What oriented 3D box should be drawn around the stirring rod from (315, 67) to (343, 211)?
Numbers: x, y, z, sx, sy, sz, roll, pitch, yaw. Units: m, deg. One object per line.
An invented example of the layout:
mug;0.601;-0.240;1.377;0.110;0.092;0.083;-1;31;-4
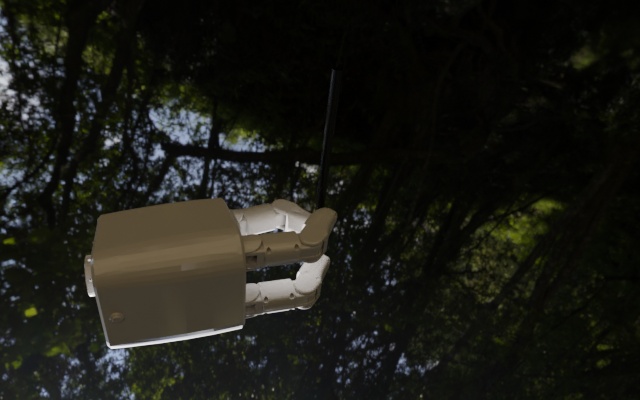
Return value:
stirring rod;0.000;0.001;0.419;0.011;0.240;0.011;5;35;-3
